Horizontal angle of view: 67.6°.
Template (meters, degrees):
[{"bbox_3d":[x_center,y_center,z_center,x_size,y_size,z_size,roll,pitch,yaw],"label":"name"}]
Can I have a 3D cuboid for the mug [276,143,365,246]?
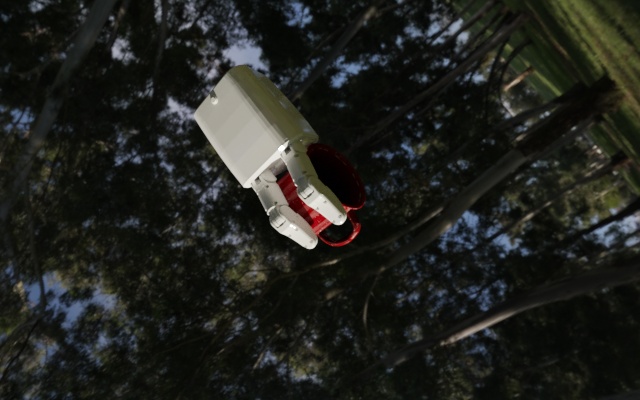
[{"bbox_3d":[0.001,0.003,0.570,0.081,0.117,0.093,-40,-6,31],"label":"mug"}]
